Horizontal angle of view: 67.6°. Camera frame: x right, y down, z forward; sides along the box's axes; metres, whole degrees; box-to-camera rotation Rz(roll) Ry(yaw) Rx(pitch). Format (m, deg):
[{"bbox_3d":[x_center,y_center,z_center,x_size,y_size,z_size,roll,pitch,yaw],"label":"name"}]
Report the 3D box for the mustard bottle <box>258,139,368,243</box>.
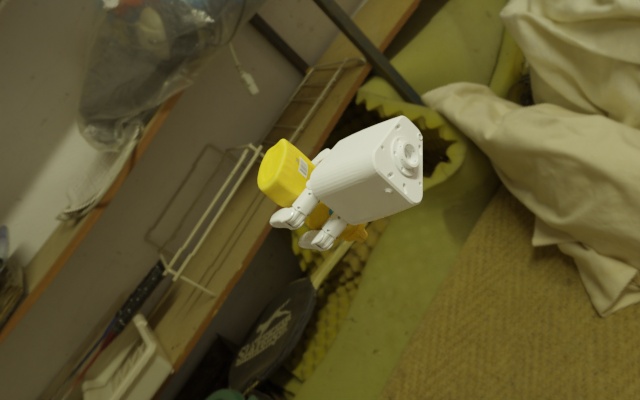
[{"bbox_3d":[0.000,0.002,0.677,0.058,0.096,0.192,-36,-59,27],"label":"mustard bottle"}]
